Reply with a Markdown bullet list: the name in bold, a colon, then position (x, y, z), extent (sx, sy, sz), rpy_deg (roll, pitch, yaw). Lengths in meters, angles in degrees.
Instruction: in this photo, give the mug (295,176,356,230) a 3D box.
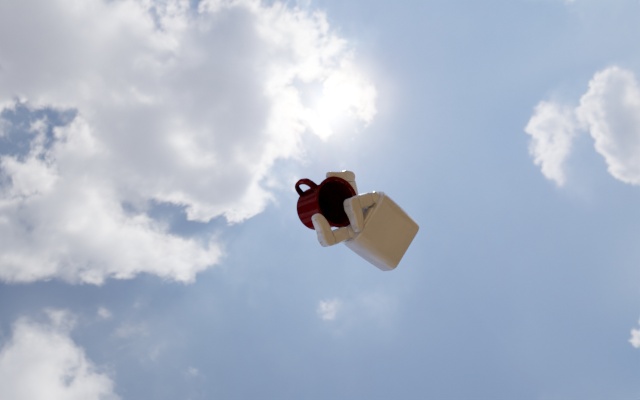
- **mug**: position (-0.001, 0.002, 0.872), extent (0.117, 0.093, 0.081), rpy_deg (39, -30, -21)
